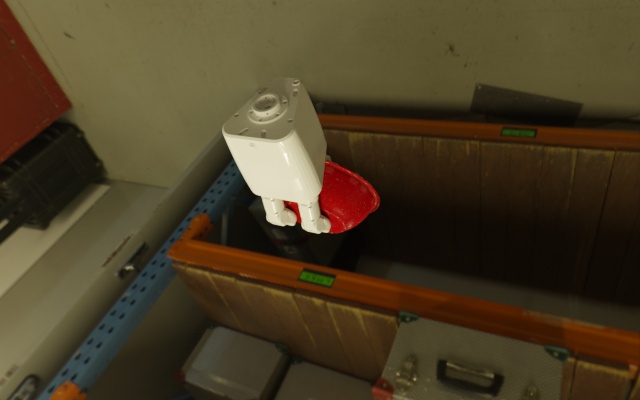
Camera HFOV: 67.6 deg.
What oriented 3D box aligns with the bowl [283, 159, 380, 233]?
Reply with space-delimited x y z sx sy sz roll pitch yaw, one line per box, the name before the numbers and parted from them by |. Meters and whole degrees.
bowl | 0.001 0.003 0.685 0.162 0.055 0.162 18 -22 8
